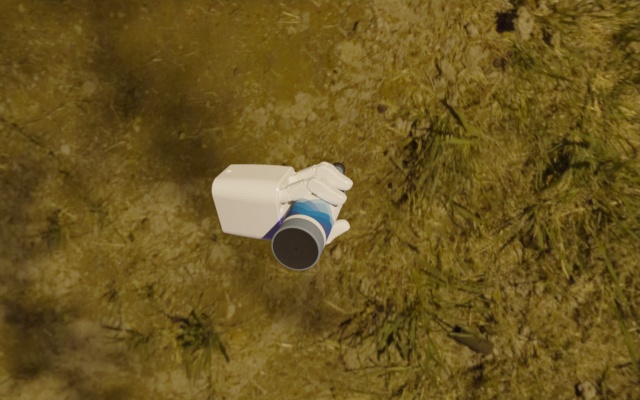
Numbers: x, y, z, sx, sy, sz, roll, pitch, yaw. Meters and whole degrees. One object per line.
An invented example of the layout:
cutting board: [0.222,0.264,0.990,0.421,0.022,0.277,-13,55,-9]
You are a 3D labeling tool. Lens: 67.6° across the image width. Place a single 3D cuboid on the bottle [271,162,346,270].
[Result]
bottle: [0.000,0.003,0.748,0.069,0.069,0.295,0,24,14]
